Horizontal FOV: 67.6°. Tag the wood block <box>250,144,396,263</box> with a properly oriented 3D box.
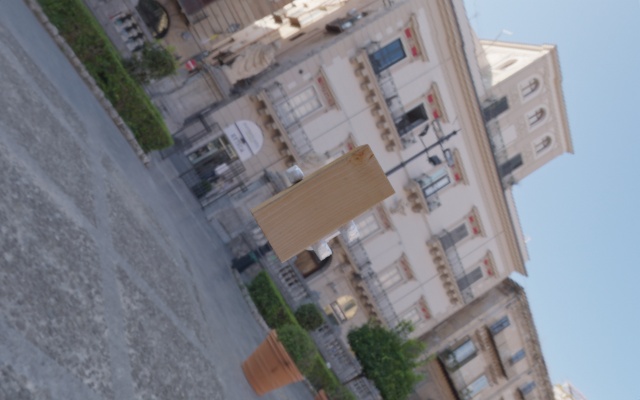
[{"bbox_3d":[0.000,0.002,0.762,0.206,0.091,0.090,-32,7,-7],"label":"wood block"}]
